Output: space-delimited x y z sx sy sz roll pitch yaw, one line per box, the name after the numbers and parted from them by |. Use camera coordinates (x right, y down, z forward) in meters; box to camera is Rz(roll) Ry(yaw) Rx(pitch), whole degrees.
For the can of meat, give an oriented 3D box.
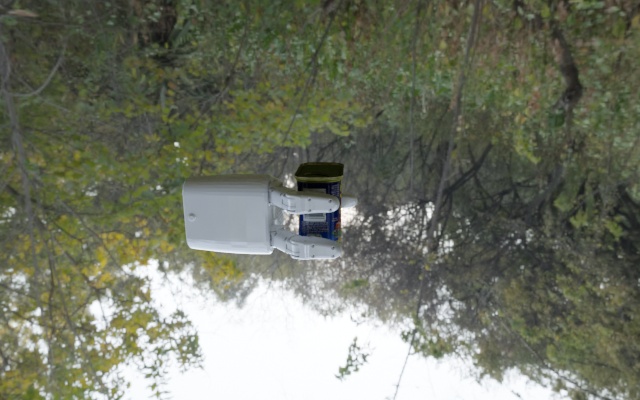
0.000 0.002 0.593 0.057 0.084 0.102 1 14 3 | can of meat
